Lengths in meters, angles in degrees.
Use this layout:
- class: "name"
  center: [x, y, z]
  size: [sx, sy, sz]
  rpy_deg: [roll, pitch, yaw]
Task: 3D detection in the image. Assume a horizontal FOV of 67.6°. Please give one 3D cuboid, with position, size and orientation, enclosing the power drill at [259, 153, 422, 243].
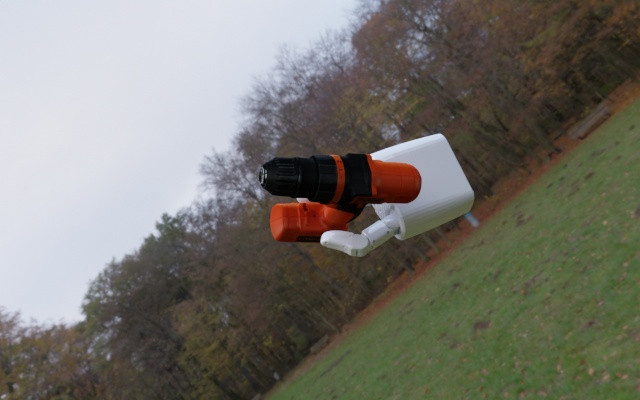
- class: "power drill"
  center: [0.000, 0.002, 0.571]
  size: [0.184, 0.057, 0.188]
  rpy_deg: [4, -20, -21]
